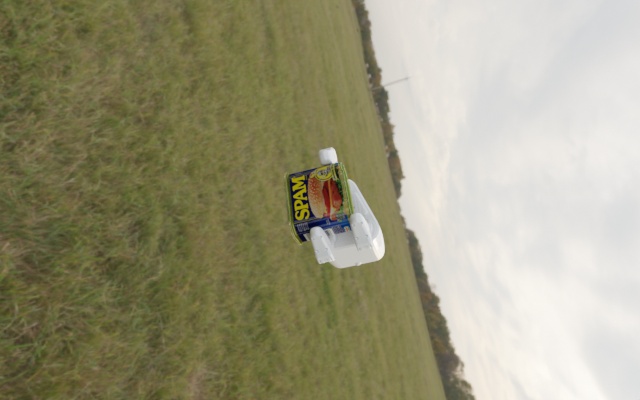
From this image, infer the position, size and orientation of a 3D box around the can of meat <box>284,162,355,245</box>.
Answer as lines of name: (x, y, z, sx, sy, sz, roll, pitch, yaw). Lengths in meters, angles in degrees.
can of meat: (0.000, 0.002, 0.660, 0.084, 0.102, 0.057, -13, -31, 9)
